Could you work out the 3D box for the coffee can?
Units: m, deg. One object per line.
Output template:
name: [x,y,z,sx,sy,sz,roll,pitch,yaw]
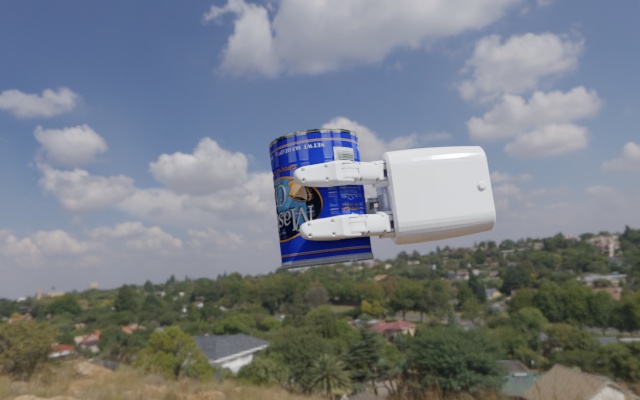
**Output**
coffee can: [0.000,0.002,0.535,0.103,0.140,0.103,-6,-8,-1]
